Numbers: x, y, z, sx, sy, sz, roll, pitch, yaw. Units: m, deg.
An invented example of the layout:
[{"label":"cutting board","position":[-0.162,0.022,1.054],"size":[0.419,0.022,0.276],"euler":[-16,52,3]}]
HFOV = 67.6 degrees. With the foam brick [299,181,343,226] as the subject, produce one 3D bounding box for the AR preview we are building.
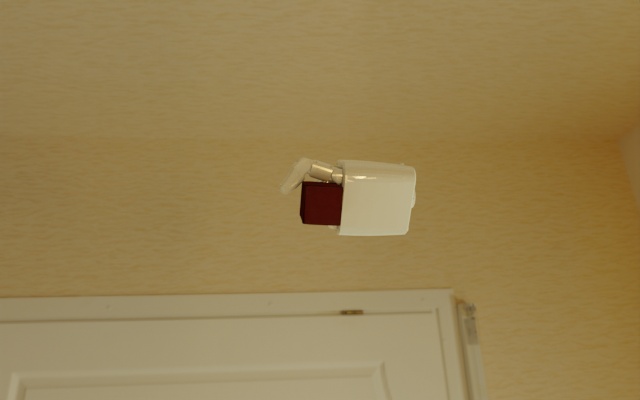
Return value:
[{"label":"foam brick","position":[0.000,0.002,0.653],"size":[0.051,0.053,0.078],"euler":[4,7,-6]}]
